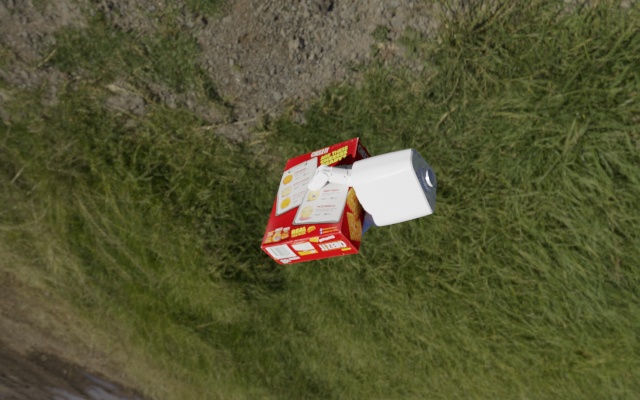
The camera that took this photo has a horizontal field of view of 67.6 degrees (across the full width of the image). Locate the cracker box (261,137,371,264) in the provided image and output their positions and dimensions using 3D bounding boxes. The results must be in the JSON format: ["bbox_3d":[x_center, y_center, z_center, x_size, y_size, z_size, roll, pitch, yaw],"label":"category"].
[{"bbox_3d":[0.000,0.003,0.861,0.164,0.213,0.072,-14,-45,31],"label":"cracker box"}]
